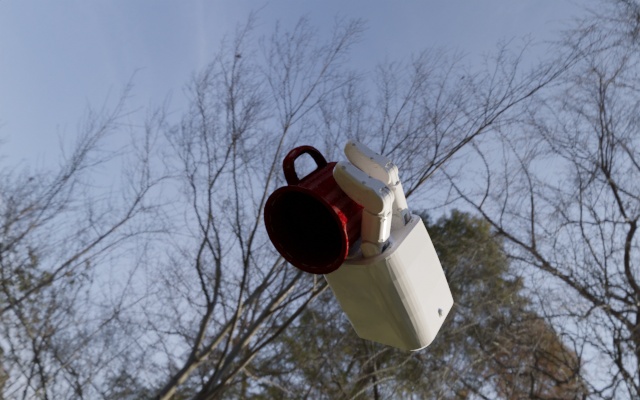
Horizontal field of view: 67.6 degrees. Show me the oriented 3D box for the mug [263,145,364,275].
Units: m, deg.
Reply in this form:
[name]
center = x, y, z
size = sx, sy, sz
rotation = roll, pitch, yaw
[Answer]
[mug]
center = 0.000, 0.000, 0.467
size = 0.093, 0.117, 0.081
rotation = -15, 16, 40
